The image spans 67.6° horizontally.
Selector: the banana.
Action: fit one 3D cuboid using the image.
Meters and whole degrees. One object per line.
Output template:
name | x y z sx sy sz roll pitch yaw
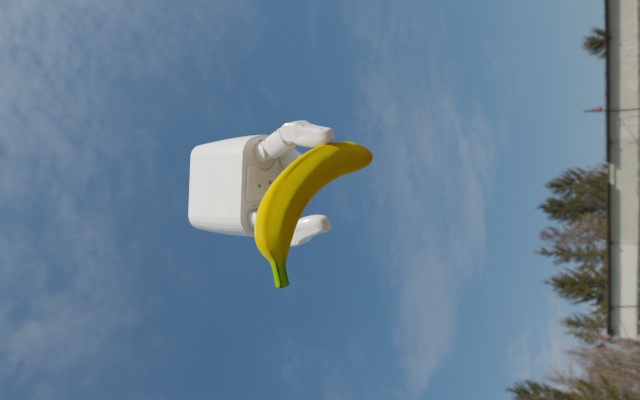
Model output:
banana | -0.009 -0.011 0.463 0.037 0.070 0.197 1 40 39
